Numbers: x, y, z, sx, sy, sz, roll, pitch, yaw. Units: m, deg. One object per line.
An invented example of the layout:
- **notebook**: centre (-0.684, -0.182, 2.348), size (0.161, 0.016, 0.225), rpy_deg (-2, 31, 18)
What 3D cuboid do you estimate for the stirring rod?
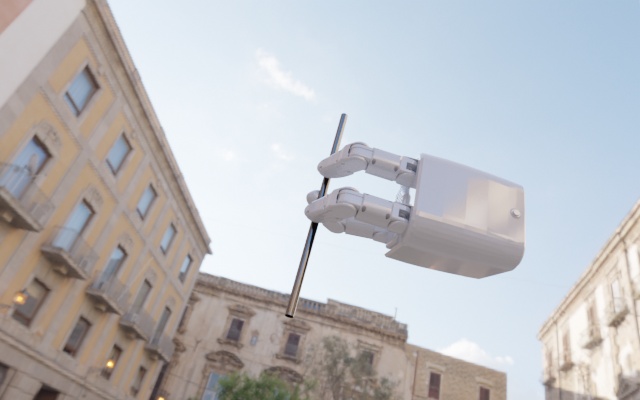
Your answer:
- **stirring rod**: centre (0.000, 0.002, 0.473), size (0.011, 0.239, 0.011), rpy_deg (11, -33, 7)
